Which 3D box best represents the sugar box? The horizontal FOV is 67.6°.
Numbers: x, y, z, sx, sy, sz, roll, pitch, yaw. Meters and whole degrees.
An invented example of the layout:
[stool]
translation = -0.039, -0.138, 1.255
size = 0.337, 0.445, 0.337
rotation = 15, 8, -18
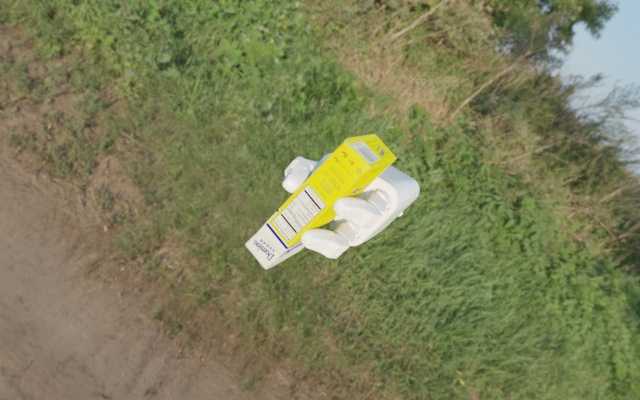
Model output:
[sugar box]
translation = 0.001, 0.002, 0.543
size = 0.176, 0.048, 0.093
rotation = -48, -12, 26
